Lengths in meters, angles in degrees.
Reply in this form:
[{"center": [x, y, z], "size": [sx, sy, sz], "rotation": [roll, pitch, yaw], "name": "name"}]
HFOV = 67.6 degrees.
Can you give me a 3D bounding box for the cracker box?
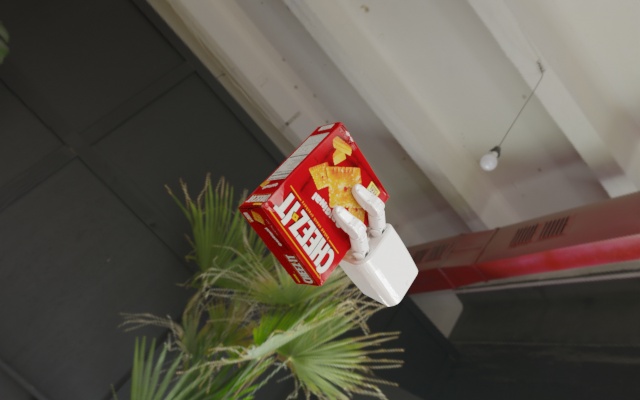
[{"center": [0.000, 0.002, 0.760], "size": [0.072, 0.164, 0.213], "rotation": [-6, 36, 50], "name": "cracker box"}]
